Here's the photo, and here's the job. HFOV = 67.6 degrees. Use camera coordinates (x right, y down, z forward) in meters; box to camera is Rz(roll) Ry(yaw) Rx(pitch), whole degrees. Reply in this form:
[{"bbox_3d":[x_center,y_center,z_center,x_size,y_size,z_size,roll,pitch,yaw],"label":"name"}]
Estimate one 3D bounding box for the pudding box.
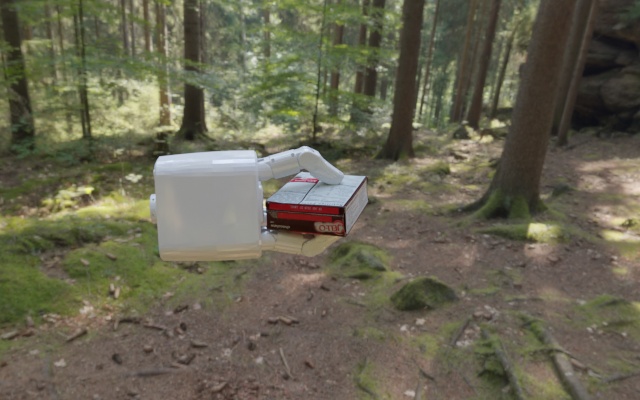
[{"bbox_3d":[0.000,0.002,0.541,0.090,0.039,0.113,5,23,17],"label":"pudding box"}]
